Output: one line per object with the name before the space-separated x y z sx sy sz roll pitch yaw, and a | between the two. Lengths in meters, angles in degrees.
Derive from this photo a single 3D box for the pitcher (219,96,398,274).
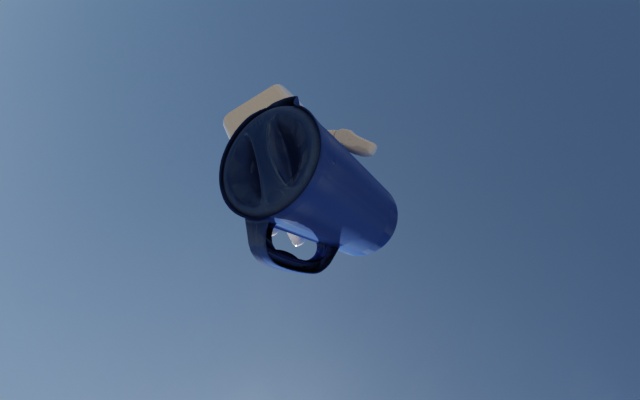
pitcher | 0.000 0.002 0.588 0.243 0.149 0.145 32 17 -53
